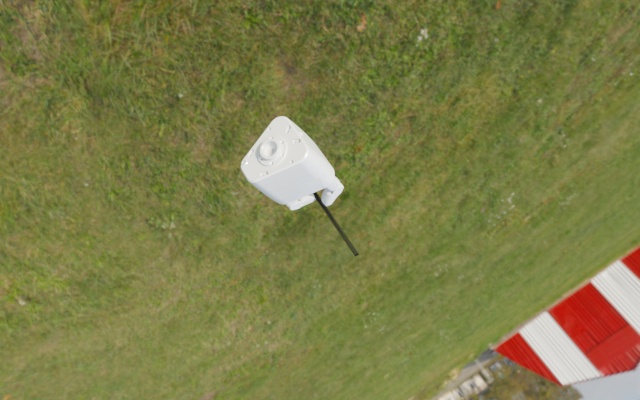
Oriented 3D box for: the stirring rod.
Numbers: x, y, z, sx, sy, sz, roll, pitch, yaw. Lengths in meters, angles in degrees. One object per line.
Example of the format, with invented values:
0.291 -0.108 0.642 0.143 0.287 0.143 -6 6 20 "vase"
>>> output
0.000 0.003 0.854 0.011 0.239 0.011 -26 -28 -15 "stirring rod"
